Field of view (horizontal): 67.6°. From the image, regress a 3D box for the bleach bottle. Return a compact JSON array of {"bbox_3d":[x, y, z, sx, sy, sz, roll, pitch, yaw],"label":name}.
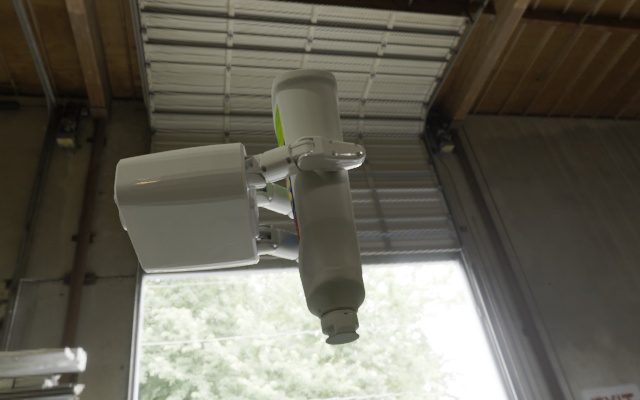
[{"bbox_3d":[0.000,0.001,0.438,0.068,0.250,0.103,-6,-33,-6],"label":"bleach bottle"}]
